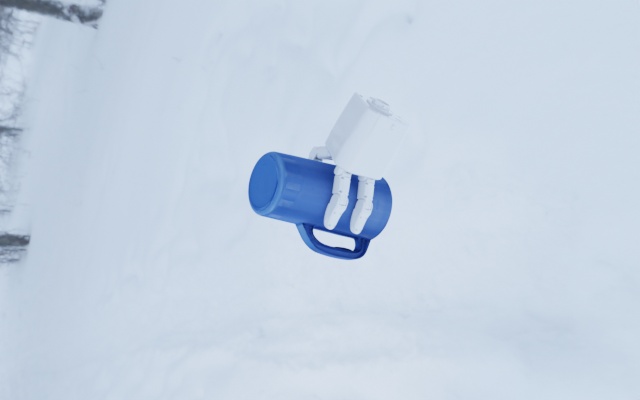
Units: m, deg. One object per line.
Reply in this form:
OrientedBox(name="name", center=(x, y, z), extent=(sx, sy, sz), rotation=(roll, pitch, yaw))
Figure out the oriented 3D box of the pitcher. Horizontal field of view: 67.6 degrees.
OrientedBox(name="pitcher", center=(0.000, 0.003, 0.839), extent=(0.243, 0.145, 0.149), rotation=(13, 28, -37))
